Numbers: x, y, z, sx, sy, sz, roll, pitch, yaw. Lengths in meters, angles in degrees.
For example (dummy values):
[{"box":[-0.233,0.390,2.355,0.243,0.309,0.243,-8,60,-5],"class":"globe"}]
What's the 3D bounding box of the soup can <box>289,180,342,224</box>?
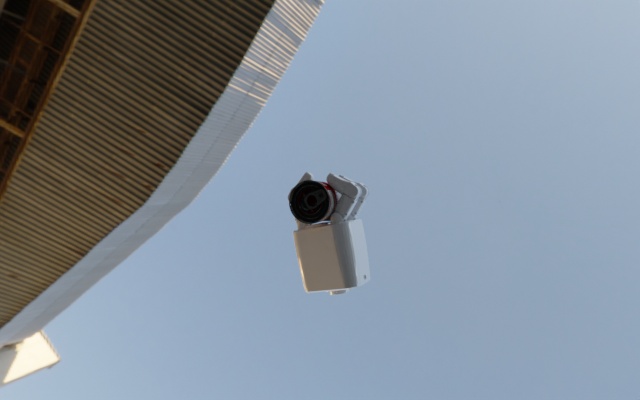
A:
[{"box":[0.000,0.002,0.780,0.068,0.068,0.102,0,0,21],"class":"soup can"}]
